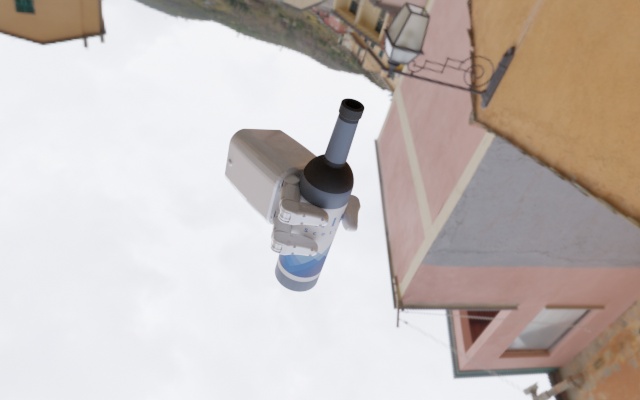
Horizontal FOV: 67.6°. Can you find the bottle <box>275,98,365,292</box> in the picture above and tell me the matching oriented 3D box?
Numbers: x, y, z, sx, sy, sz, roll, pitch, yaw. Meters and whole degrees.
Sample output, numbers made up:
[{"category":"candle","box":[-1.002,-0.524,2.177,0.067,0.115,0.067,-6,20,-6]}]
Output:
[{"category":"bottle","box":[0.000,0.002,0.619,0.069,0.296,0.069,11,40,-9]}]
